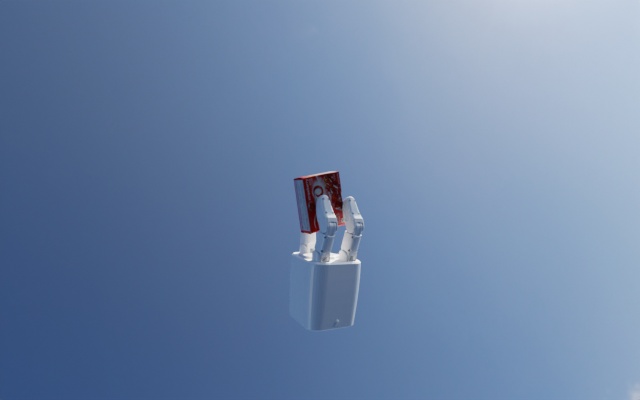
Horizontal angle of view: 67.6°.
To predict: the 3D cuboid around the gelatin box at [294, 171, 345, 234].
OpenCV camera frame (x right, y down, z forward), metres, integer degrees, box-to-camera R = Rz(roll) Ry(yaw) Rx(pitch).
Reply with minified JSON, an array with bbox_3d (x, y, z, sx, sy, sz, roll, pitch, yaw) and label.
[{"bbox_3d":[0.000,0.002,0.756,0.073,0.089,0.030,-13,8,-36],"label":"gelatin box"}]
